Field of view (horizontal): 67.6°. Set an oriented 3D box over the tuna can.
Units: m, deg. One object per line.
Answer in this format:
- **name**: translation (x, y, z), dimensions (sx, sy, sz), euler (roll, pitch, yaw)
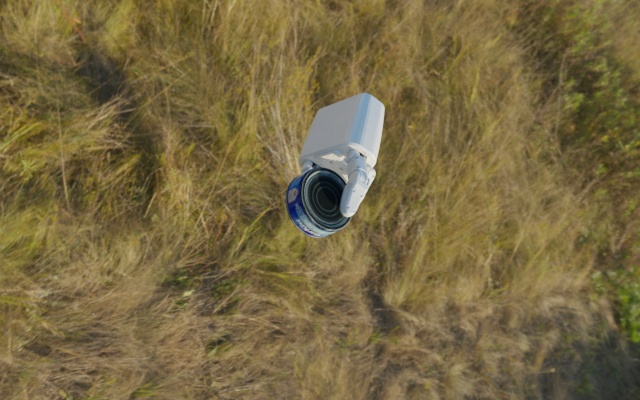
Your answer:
- **tuna can**: translation (0.000, 0.002, 0.604), dimensions (0.086, 0.086, 0.034), euler (0, -16, -39)
